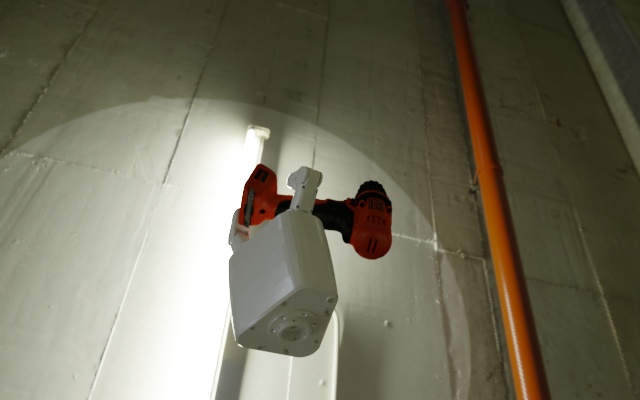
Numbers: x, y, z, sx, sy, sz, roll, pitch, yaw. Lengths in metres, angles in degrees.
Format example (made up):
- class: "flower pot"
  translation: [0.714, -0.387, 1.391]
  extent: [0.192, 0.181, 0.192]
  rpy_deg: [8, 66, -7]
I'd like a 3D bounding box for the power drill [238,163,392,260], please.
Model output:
- class: "power drill"
  translation: [0.000, 0.002, 0.611]
  extent: [0.187, 0.057, 0.184]
  rpy_deg: [11, 20, 1]
